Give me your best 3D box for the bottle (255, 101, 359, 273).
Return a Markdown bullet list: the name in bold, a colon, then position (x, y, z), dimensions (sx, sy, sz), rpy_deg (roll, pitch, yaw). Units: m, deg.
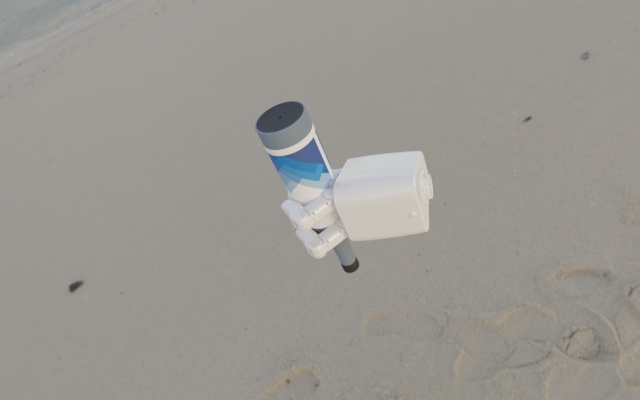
- **bottle**: position (0.000, 0.002, 0.667), dimensions (0.069, 0.069, 0.296), rpy_deg (0, -44, 28)
